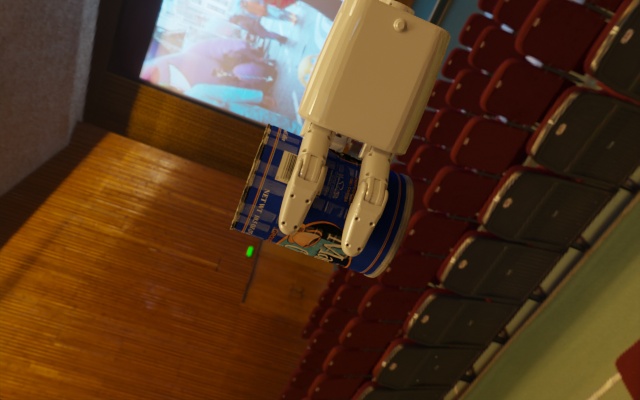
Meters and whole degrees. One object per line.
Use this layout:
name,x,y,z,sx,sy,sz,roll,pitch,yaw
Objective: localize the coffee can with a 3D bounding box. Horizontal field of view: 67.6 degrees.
coffee can,0.000,0.002,0.444,0.140,0.103,0.103,20,-3,-9
